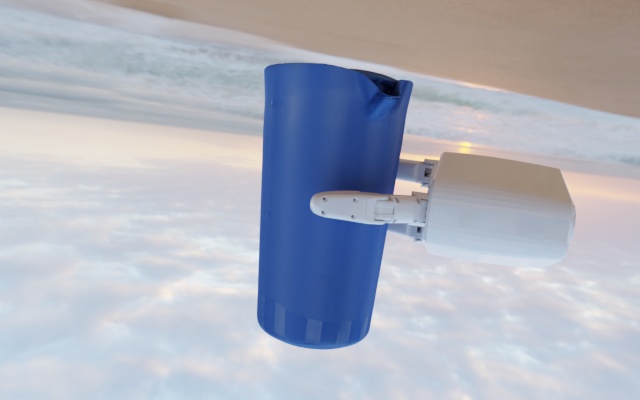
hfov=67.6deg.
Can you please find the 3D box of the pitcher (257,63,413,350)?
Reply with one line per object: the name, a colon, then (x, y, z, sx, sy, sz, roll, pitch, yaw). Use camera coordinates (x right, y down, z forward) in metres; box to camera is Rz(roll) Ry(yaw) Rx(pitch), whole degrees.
pitcher: (0.000, 0.001, 0.449, 0.145, 0.243, 0.149, 8, 7, 14)
